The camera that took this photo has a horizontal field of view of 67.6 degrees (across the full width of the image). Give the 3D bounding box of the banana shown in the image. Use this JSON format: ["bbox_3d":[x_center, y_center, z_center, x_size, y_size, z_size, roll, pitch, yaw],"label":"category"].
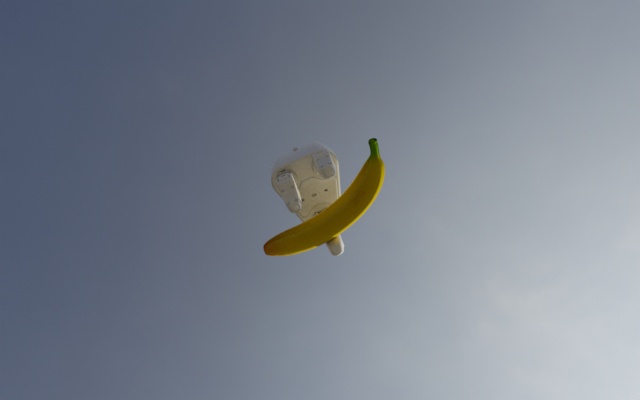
[{"bbox_3d":[0.016,0.011,0.599,0.070,0.198,0.037,41,10,-22],"label":"banana"}]
